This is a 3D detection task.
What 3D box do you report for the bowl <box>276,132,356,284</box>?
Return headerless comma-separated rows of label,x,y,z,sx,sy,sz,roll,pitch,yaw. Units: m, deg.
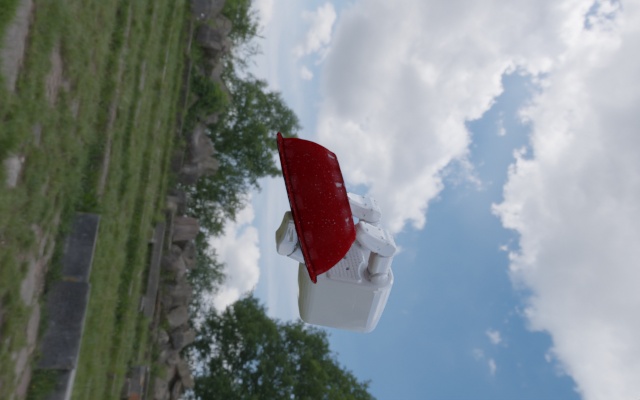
bowl,0.000,0.001,0.497,0.055,0.162,0.162,-14,0,1
